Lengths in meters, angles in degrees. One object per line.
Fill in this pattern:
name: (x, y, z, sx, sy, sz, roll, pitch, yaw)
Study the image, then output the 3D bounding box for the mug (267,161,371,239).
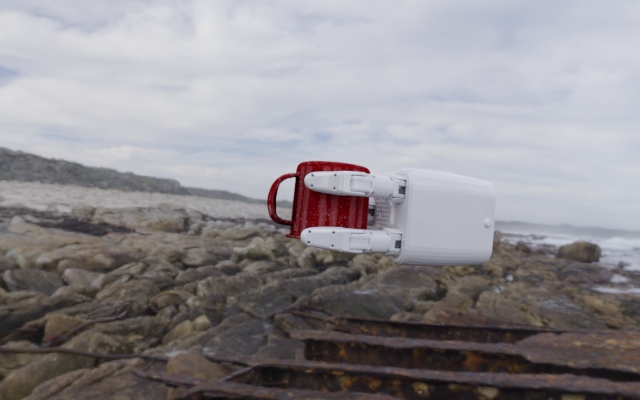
mug: (-0.001, 0.001, 0.512, 0.117, 0.081, 0.093, 6, -3, -19)
